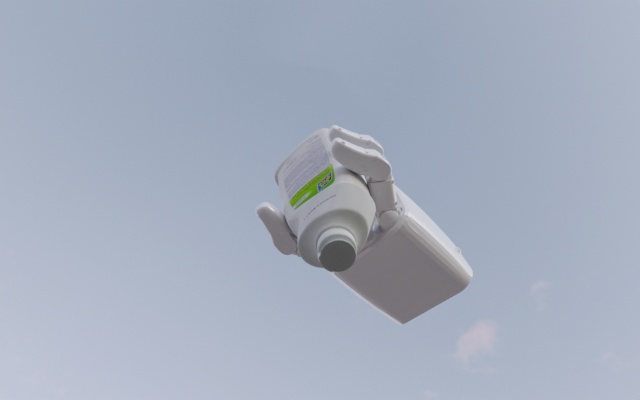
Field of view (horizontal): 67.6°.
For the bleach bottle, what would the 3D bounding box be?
[{"bbox_3d":[0.000,0.001,0.481,0.068,0.102,0.250,42,14,-18],"label":"bleach bottle"}]
